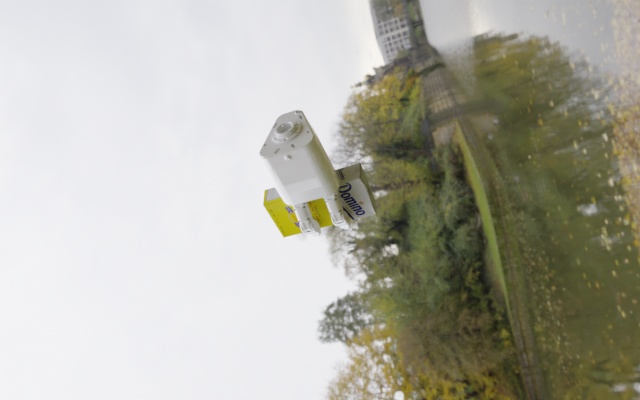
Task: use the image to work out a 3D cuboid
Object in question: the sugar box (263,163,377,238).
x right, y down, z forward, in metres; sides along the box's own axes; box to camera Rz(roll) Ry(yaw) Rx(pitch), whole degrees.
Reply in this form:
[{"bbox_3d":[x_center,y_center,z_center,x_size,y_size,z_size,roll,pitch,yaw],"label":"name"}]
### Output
[{"bbox_3d":[0.000,0.003,0.826,0.176,0.048,0.093,-14,-48,16],"label":"sugar box"}]
